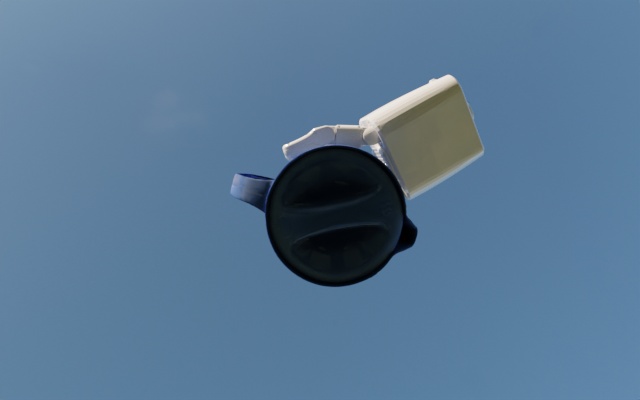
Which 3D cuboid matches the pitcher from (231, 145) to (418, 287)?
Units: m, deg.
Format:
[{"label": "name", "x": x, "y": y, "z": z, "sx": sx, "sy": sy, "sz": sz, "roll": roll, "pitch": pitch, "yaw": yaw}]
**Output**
[{"label": "pitcher", "x": 0.000, "y": 0.002, "z": 0.555, "sx": 0.145, "sy": 0.149, "sz": 0.243, "roll": -30, "pitch": 6, "yaw": 0}]
